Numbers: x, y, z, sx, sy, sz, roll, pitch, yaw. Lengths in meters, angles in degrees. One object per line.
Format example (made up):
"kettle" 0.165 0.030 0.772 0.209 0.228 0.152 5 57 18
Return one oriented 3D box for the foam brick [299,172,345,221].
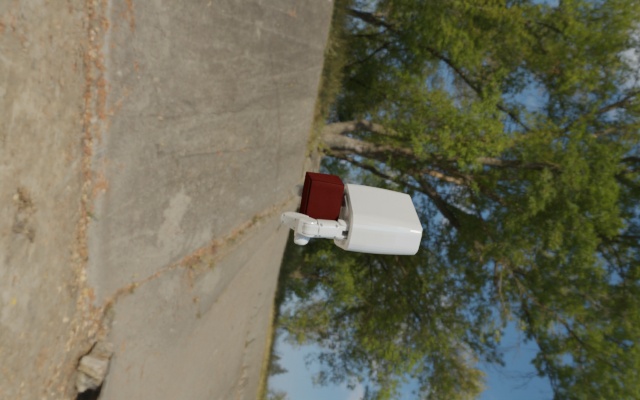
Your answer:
"foam brick" 0.000 0.002 0.699 0.051 0.078 0.053 7 17 -10
